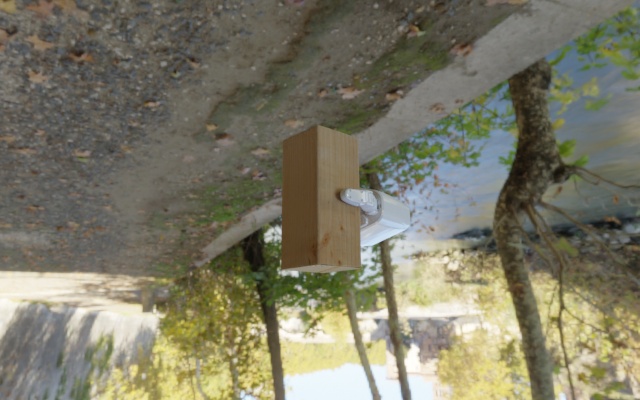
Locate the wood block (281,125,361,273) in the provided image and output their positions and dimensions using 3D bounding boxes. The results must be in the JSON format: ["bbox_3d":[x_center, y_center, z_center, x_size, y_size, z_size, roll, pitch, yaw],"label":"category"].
[{"bbox_3d":[0.001,0.003,0.735,0.090,0.206,0.091,11,-18,-41],"label":"wood block"}]
